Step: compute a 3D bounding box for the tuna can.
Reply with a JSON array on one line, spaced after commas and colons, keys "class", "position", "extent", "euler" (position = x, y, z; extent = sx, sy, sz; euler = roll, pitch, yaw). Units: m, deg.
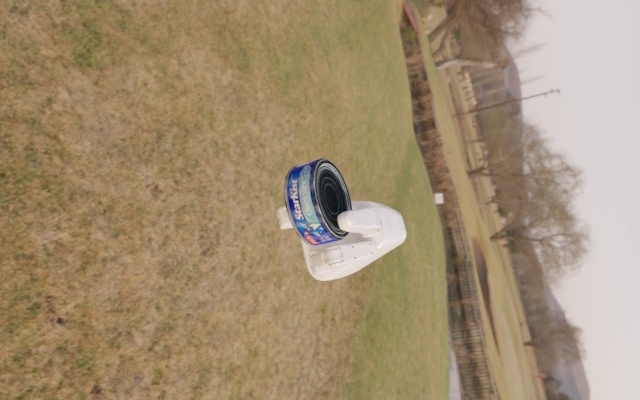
[{"class": "tuna can", "position": [0.001, 0.001, 0.485], "extent": [0.034, 0.086, 0.086], "euler": [-15, -7, 26]}]
